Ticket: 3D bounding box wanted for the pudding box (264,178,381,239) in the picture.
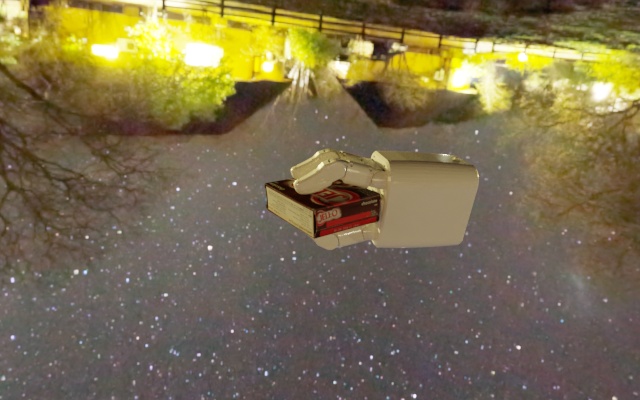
[{"bbox_3d":[0.000,0.002,0.553,0.090,0.039,0.113,-12,20,-32],"label":"pudding box"}]
